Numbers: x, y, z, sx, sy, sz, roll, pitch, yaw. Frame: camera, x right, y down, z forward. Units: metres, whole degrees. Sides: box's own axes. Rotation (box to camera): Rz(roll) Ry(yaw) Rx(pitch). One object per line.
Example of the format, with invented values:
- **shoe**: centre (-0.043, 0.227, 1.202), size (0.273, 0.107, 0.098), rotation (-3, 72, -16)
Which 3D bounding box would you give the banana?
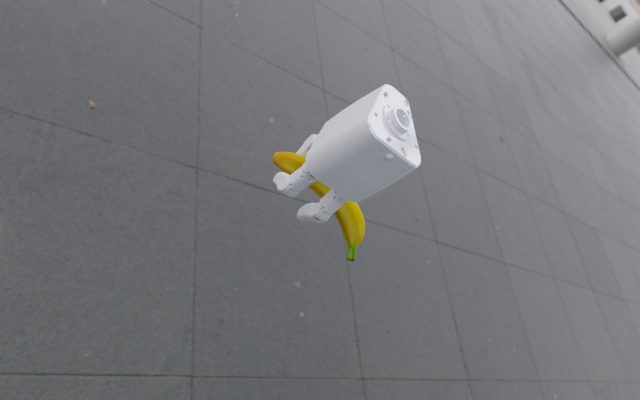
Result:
- **banana**: centre (0.010, -0.006, 0.699), size (0.037, 0.198, 0.069), rotation (-25, 19, 42)
